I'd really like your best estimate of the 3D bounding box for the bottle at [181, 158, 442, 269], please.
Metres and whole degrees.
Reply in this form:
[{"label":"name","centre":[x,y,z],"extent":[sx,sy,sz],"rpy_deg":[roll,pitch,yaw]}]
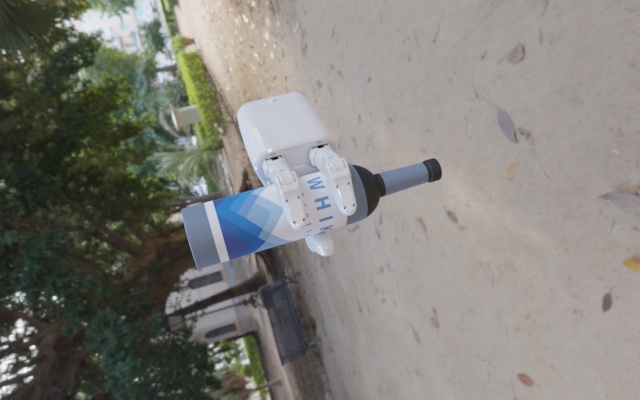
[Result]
[{"label":"bottle","centre":[0.000,0.002,0.537],"extent":[0.295,0.069,0.069],"rpy_deg":[-16,3,-13]}]
